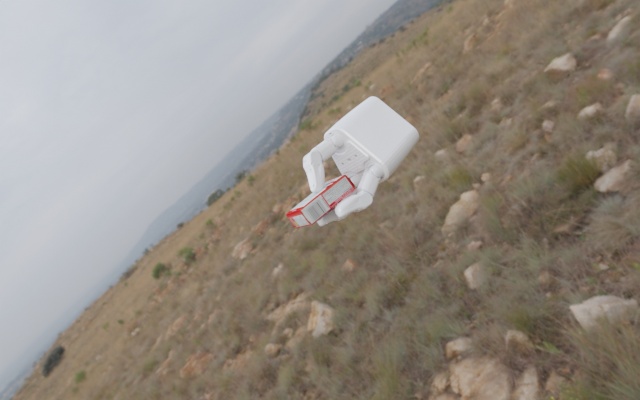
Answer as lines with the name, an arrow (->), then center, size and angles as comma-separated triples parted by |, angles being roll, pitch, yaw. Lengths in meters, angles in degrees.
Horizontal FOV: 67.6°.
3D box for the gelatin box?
gelatin box -> 0.000, 0.002, 0.693 | 0.089, 0.030, 0.073 | -39, 8, -20
